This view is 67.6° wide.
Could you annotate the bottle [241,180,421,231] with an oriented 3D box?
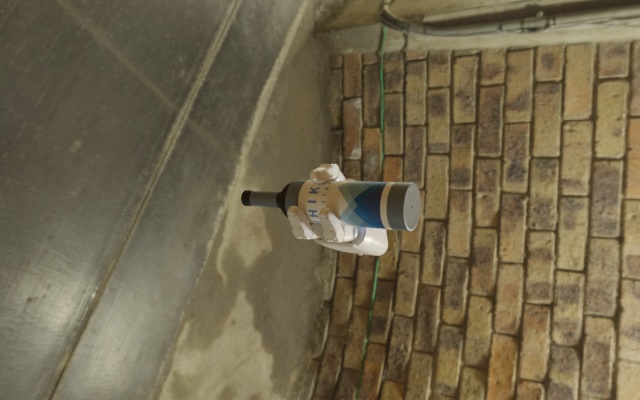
[{"bbox_3d":[0.000,0.002,0.728,0.295,0.069,0.069,3,1,31],"label":"bottle"}]
